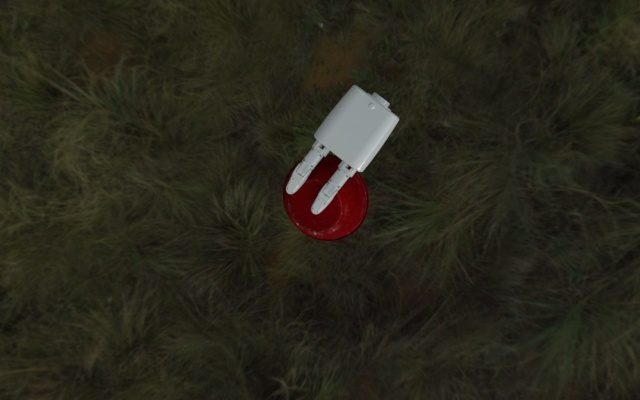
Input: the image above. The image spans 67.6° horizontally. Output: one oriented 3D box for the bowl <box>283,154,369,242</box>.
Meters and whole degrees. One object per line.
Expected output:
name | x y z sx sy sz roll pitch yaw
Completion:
bowl | 0.000 0.004 0.827 0.162 0.162 0.055 0 15 18
